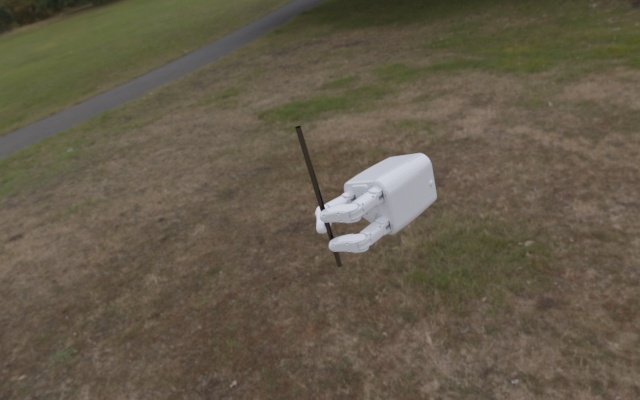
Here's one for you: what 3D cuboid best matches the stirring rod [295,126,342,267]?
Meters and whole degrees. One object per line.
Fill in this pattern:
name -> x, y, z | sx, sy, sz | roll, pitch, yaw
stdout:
stirring rod -> 0.000, 0.002, 0.701 | 0.011, 0.240, 0.011 | -13, 29, 7
